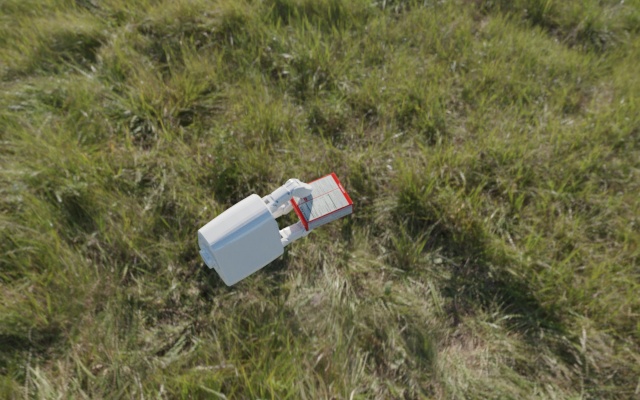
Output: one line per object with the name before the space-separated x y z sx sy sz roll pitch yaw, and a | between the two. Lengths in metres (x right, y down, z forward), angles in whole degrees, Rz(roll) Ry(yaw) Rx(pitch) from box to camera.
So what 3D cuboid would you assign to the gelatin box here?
gelatin box | 0.000 0.002 0.798 0.089 0.073 0.030 -23 -33 -11
